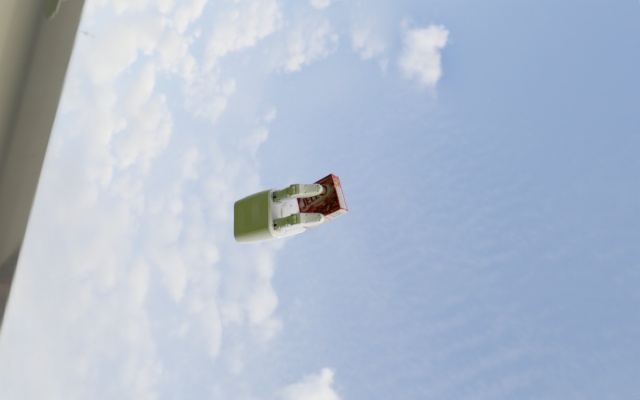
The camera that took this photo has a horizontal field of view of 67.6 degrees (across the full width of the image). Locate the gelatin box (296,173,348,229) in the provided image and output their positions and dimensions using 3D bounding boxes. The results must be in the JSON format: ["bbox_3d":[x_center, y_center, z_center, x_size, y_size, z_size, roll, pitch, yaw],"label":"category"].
[{"bbox_3d":[0.001,0.003,0.876,0.089,0.073,0.030,-27,-26,27],"label":"gelatin box"}]
